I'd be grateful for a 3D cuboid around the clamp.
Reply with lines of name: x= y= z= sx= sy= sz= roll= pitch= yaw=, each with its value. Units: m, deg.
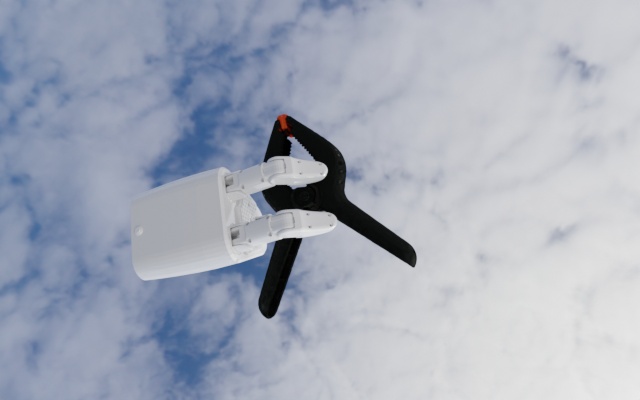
clamp: x=0.000 y=0.001 z=0.493 sx=0.164 sy=0.210 sz=0.036 roll=-15 pitch=-19 yaw=13
